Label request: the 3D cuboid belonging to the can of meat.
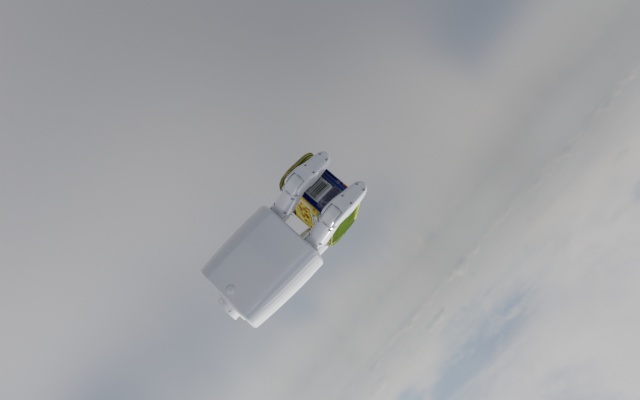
[{"bbox_3d":[0.000,0.002,0.590,0.084,0.057,0.102,41,-18,15],"label":"can of meat"}]
